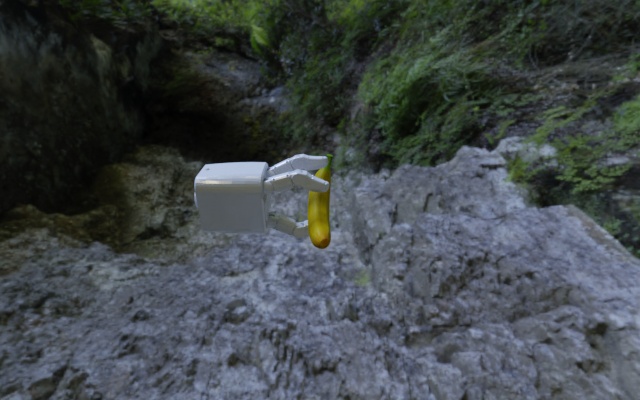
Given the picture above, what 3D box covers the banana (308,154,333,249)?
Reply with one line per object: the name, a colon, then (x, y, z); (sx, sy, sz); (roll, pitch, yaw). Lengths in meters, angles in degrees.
banana: (-0.001, 0.013, 0.767); (0.037, 0.197, 0.070); (4, -44, -3)
